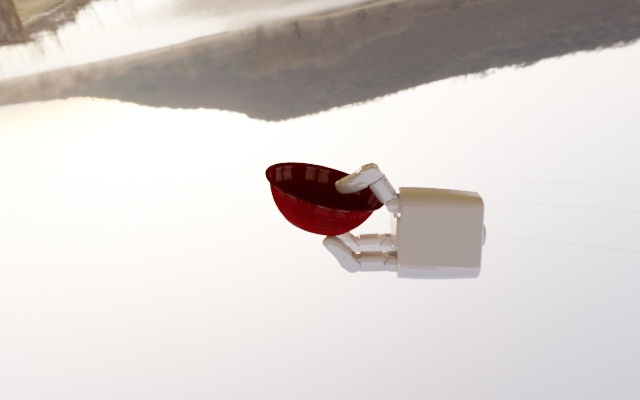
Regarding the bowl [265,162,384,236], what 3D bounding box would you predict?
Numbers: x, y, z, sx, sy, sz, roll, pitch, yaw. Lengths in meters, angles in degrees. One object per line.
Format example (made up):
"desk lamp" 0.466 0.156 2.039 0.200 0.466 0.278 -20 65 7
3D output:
"bowl" -0.001 0.002 0.634 0.162 0.055 0.162 13 21 -5
